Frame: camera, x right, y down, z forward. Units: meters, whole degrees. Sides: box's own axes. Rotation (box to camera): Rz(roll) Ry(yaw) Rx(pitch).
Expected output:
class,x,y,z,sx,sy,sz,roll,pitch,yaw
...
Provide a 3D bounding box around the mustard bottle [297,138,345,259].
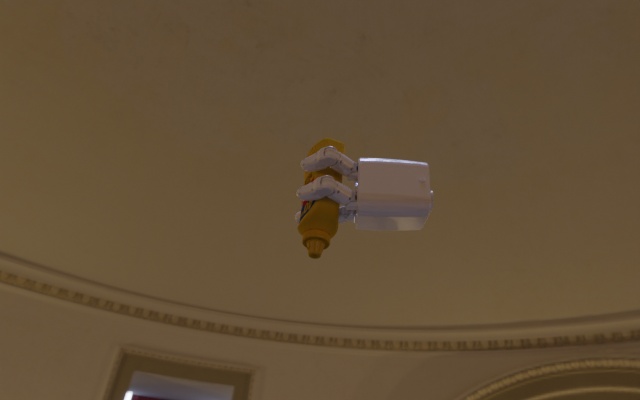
class,x,y,z,sx,sy,sz,roll,pitch,yaw
mustard bottle,0.000,0.002,0.736,0.058,0.191,0.096,17,-37,-16
